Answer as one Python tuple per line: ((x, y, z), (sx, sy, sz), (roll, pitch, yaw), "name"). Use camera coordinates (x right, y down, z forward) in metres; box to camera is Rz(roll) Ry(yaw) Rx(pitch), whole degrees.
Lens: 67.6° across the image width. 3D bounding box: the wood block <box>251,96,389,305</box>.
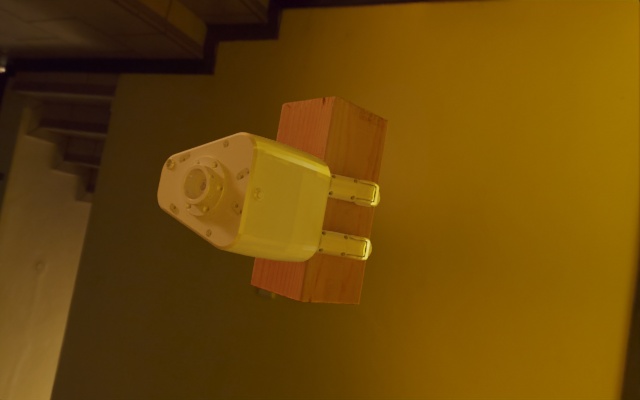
((0.000, 0.002, 0.528), (0.090, 0.206, 0.091), (14, -6, -43), "wood block")
